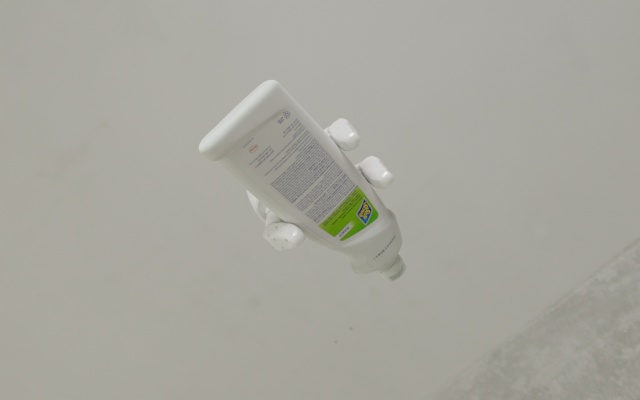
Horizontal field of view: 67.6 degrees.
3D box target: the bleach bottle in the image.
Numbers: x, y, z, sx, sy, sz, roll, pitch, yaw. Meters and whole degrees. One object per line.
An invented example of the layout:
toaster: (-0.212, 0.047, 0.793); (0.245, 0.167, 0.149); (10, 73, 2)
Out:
bleach bottle: (0.000, 0.002, 0.495); (0.251, 0.102, 0.068); (47, -3, -22)
